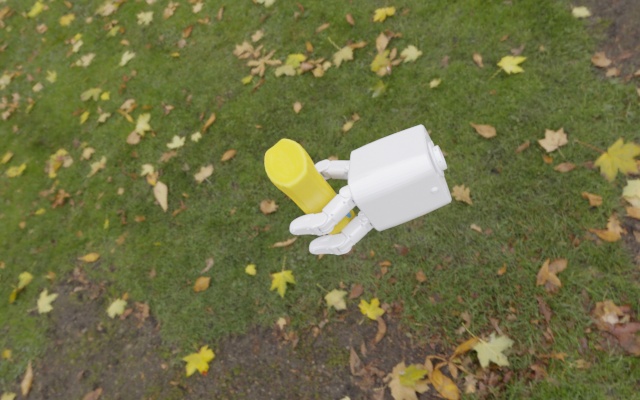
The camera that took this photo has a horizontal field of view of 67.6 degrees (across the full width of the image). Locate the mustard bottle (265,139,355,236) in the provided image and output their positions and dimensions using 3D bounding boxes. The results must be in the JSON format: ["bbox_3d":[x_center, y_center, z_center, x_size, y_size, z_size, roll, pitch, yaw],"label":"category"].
[{"bbox_3d":[0.000,0.002,0.669,0.192,0.058,0.096,49,3,-42],"label":"mustard bottle"}]
